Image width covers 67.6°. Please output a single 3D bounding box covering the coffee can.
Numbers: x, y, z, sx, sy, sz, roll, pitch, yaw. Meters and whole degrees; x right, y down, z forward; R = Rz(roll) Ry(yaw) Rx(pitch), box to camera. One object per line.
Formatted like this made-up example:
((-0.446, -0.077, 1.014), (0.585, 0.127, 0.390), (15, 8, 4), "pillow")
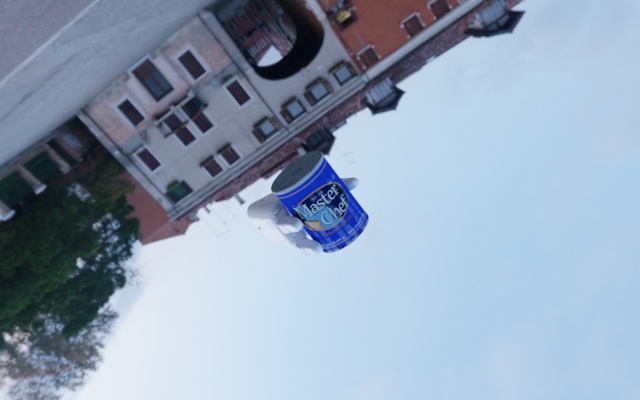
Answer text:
((0.000, 0.002, 0.794), (0.103, 0.140, 0.102), (-32, 23, 15), "coffee can")
